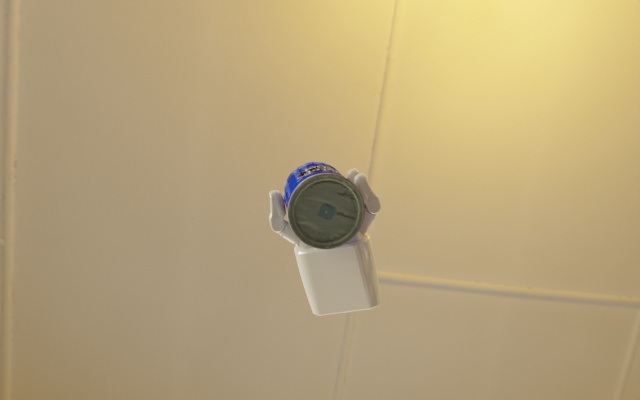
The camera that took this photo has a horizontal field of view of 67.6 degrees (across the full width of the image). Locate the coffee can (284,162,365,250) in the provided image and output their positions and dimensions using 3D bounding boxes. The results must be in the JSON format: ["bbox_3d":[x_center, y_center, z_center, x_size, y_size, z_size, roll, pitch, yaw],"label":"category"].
[{"bbox_3d":[0.000,0.002,0.692,0.103,0.103,0.140,0,11,-7],"label":"coffee can"}]
